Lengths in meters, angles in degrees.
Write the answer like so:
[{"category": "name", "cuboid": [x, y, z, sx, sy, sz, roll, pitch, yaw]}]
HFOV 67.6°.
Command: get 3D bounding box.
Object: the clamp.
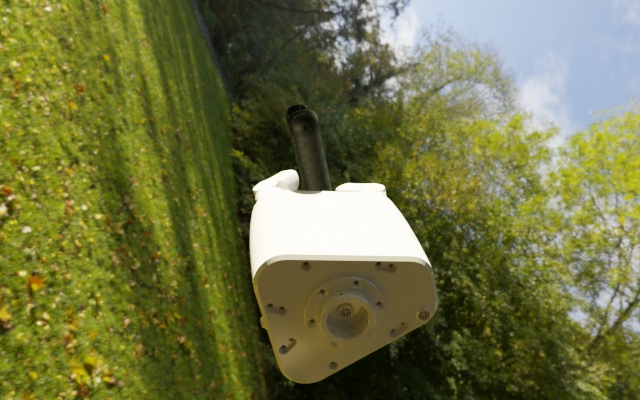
[{"category": "clamp", "cuboid": [0.001, 0.002, 0.472, 0.036, 0.210, 0.164, -14, 21, 0]}]
